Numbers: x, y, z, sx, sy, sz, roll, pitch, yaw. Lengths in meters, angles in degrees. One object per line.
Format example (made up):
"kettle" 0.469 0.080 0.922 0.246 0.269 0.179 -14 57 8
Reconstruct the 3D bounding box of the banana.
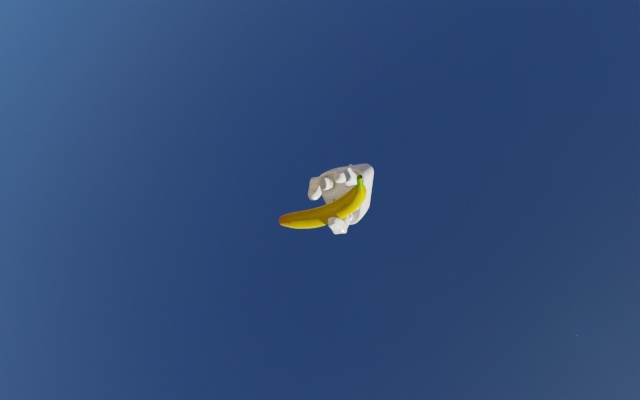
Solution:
"banana" 0.014 0.014 0.898 0.198 0.070 0.037 -29 29 26
